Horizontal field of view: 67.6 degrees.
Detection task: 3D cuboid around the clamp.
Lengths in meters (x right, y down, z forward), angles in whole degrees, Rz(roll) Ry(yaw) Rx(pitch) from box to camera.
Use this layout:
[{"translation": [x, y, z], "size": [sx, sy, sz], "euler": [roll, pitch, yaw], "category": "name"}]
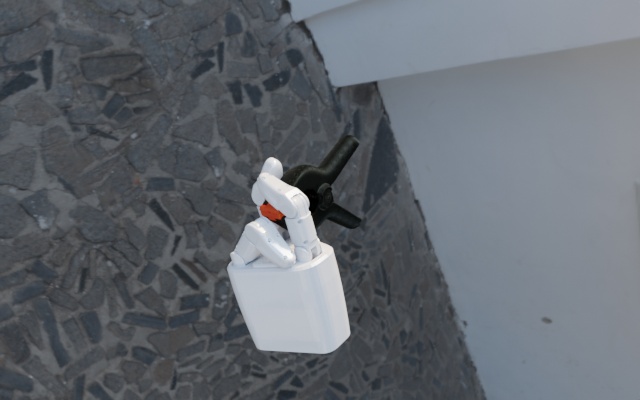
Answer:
[{"translation": [0.000, 0.002, 0.561], "size": [0.039, 0.120, 0.171], "euler": [2, 23, 41], "category": "clamp"}]
